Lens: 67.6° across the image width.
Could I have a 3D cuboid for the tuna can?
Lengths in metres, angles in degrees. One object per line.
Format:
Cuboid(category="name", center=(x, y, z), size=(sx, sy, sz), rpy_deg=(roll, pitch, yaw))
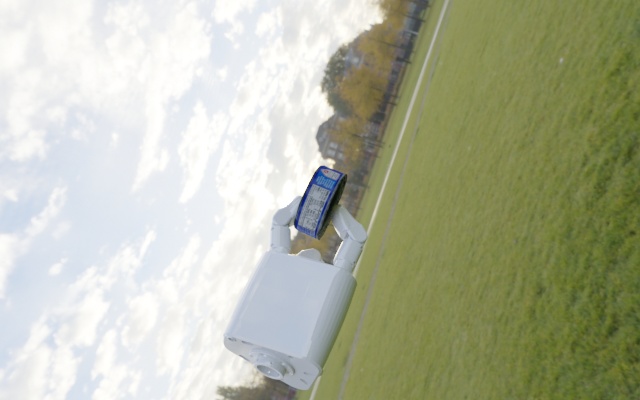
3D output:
Cuboid(category="tuna can", center=(0.000, 0.002, 0.572), size=(0.034, 0.086, 0.086), rpy_deg=(23, 3, 8))
